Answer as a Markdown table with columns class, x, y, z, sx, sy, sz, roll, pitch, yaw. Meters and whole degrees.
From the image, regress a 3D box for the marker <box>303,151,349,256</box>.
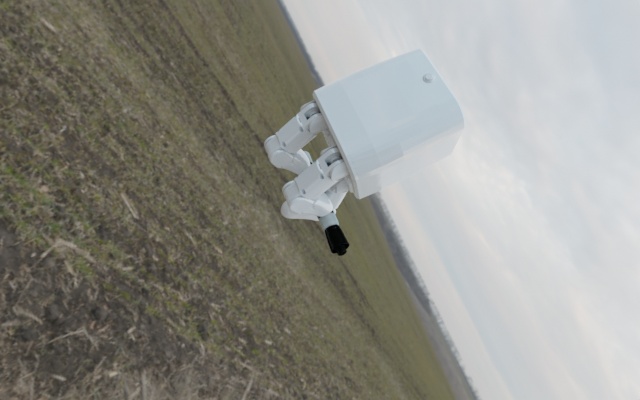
| class | x | y | z | sx | sy | sz | roll | pitch | yaw |
| --- | --- | --- | --- | --- | --- | --- | --- | --- | --- |
| marker | 0.000 | 0.002 | 0.480 | 0.020 | 0.121 | 0.020 | -18 | -29 | -10 |
